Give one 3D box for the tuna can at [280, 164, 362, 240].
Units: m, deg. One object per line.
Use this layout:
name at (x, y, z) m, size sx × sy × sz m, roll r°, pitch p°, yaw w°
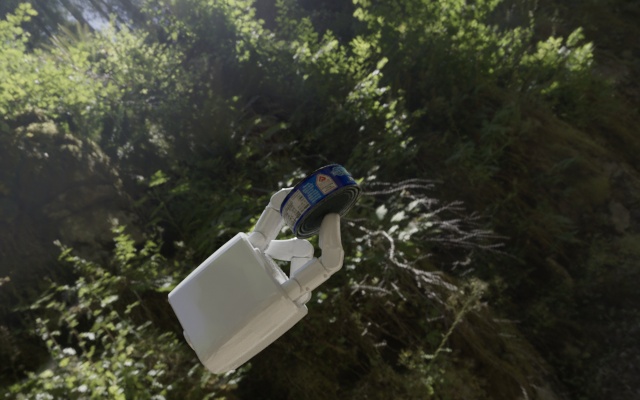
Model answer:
tuna can at (0.000, 0.001, 0.504) m, size 0.086 × 0.033 × 0.086 m, roll -33°, pitch -20°, yaw -13°
